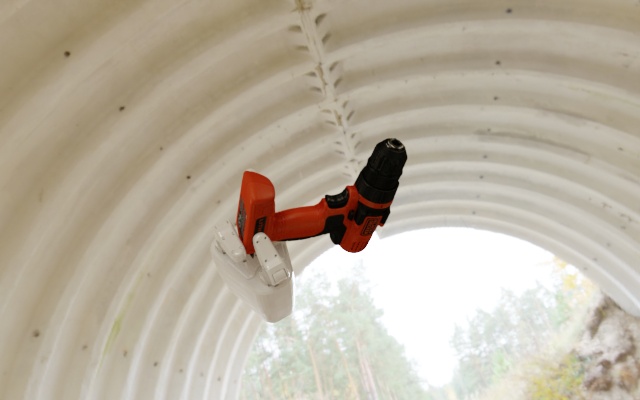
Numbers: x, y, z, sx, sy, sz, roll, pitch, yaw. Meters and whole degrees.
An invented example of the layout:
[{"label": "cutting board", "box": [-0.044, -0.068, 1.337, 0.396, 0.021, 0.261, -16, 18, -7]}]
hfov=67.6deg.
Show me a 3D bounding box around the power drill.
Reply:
[{"label": "power drill", "box": [0.000, 0.002, 0.571, 0.187, 0.185, 0.057, -2, 46, -20]}]
